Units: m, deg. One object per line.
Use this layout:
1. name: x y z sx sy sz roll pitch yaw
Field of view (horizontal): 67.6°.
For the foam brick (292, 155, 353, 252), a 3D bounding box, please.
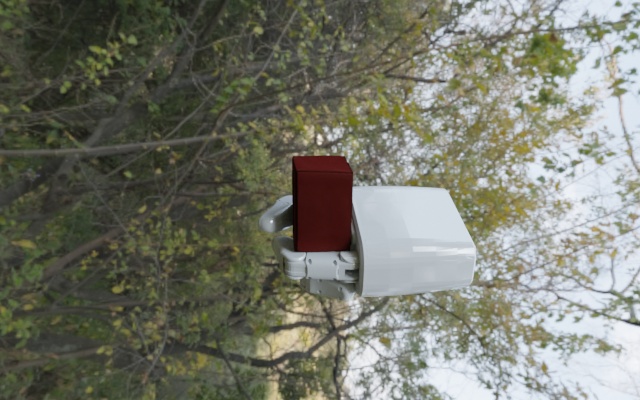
1. foam brick: 0.000 0.001 0.438 0.051 0.078 0.053 -1 22 -5
